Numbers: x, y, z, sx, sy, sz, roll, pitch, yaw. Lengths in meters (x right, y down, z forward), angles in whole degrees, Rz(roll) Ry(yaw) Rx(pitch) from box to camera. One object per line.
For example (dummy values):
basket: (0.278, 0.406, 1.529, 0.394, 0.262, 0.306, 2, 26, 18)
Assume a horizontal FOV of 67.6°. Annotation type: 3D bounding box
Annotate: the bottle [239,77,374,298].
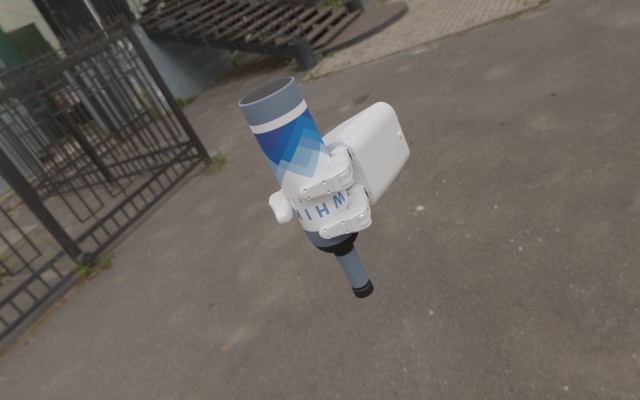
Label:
bottle: (0.000, 0.002, 0.574, 0.069, 0.296, 0.069, -21, 26, 11)
